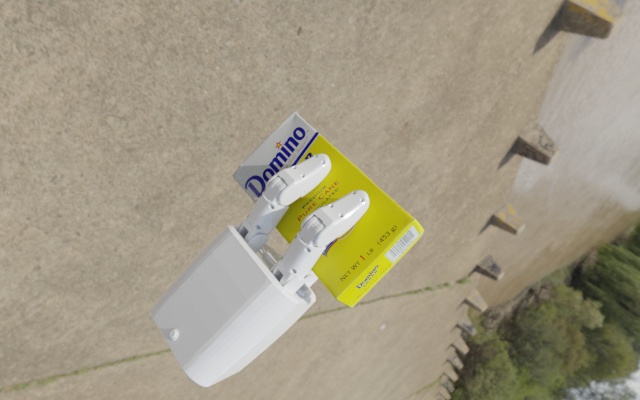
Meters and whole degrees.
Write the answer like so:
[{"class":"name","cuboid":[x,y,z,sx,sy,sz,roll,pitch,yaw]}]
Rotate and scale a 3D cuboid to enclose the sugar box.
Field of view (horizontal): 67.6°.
[{"class":"sugar box","cuboid":[0.000,0.001,0.441,0.176,0.093,0.048,45,1,31]}]
